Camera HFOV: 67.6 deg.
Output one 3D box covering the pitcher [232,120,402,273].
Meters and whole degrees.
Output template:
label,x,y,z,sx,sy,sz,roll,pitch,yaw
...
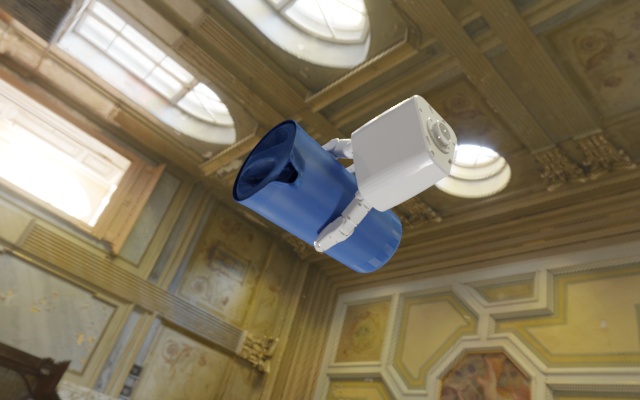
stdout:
label,x,y,z,sx,sy,sz,roll,pitch,yaw
pitcher,0.000,0.002,0.703,0.243,0.149,0.145,37,-50,-28
